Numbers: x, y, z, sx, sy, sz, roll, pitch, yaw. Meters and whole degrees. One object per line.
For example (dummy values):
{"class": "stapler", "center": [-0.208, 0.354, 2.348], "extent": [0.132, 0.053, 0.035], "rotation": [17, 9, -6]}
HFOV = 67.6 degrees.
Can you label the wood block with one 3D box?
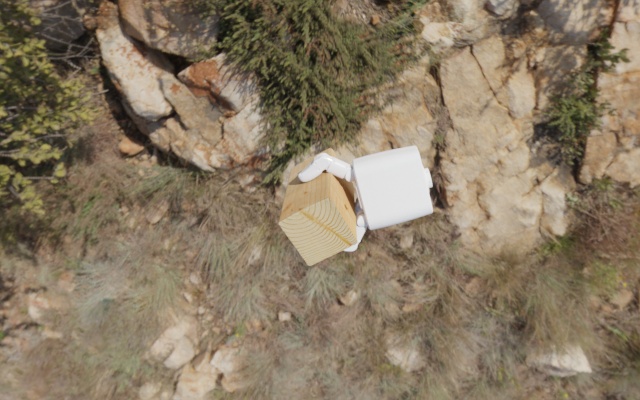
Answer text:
{"class": "wood block", "center": [0.000, 0.002, 0.797], "extent": [0.090, 0.091, 0.206], "rotation": [-27, 22, 14]}
